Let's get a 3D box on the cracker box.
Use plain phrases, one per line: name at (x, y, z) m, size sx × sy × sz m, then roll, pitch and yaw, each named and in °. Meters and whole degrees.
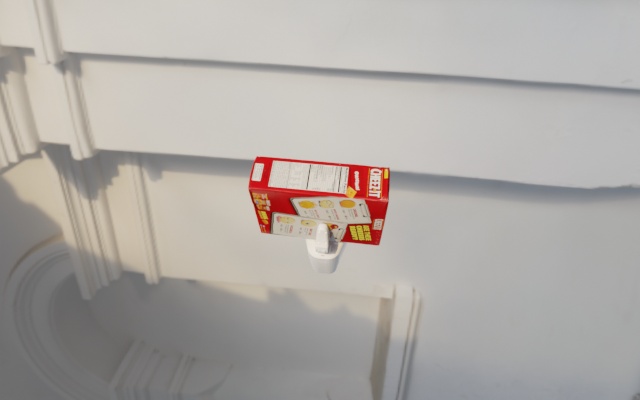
cracker box at (0.000, 0.003, 0.791) m, size 0.213 × 0.072 × 0.164 m, roll 5°, pitch -29°, yaw 4°
